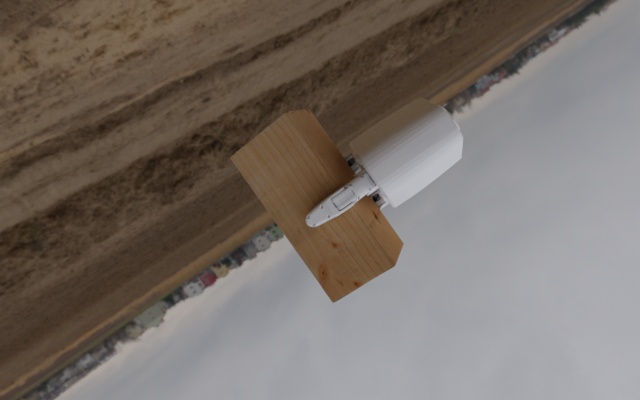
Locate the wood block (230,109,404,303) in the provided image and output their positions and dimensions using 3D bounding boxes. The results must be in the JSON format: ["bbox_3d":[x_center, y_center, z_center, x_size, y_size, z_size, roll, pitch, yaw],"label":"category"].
[{"bbox_3d":[0.000,0.002,0.571,0.090,0.206,0.091,-35,1,20],"label":"wood block"}]
